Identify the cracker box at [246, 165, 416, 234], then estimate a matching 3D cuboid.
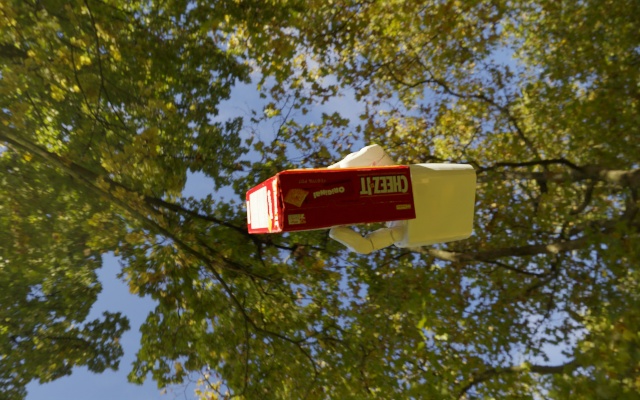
[{"bbox_3d":[0.000,0.002,0.628,0.164,0.072,0.214,-5,-3,-18],"label":"cracker box"}]
